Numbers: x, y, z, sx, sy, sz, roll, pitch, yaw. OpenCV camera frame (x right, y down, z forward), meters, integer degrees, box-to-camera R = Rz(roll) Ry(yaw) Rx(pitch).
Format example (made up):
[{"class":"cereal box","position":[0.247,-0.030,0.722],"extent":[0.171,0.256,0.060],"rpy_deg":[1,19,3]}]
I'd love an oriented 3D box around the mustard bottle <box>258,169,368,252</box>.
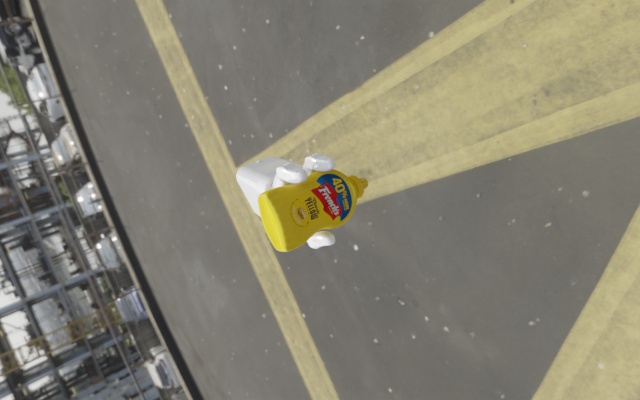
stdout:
[{"class":"mustard bottle","position":[0.000,0.003,0.757],"extent":[0.191,0.096,0.058],"rpy_deg":[-24,7,-31]}]
